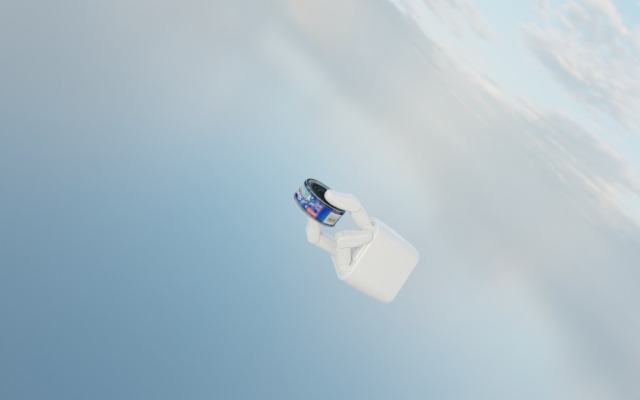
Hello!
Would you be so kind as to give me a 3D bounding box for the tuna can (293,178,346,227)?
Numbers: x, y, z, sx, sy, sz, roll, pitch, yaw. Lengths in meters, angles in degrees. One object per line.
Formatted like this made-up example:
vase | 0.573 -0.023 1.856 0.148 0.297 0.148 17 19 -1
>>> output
tuna can | 0.000 0.002 0.781 0.086 0.034 0.086 35 19 -14
